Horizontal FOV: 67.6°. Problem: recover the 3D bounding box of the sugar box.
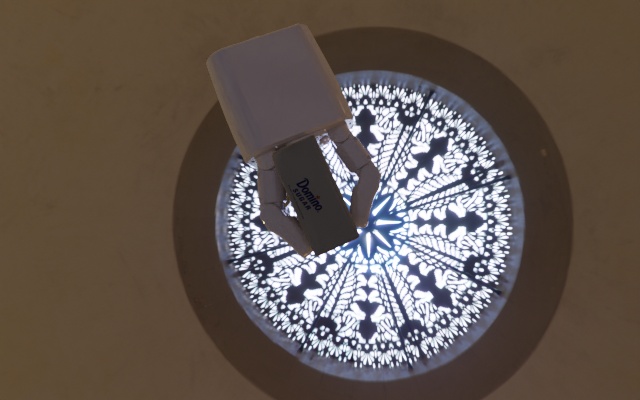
[{"bbox_3d":[0.000,0.002,0.464,0.048,0.093,0.176,-25,-6,4],"label":"sugar box"}]
